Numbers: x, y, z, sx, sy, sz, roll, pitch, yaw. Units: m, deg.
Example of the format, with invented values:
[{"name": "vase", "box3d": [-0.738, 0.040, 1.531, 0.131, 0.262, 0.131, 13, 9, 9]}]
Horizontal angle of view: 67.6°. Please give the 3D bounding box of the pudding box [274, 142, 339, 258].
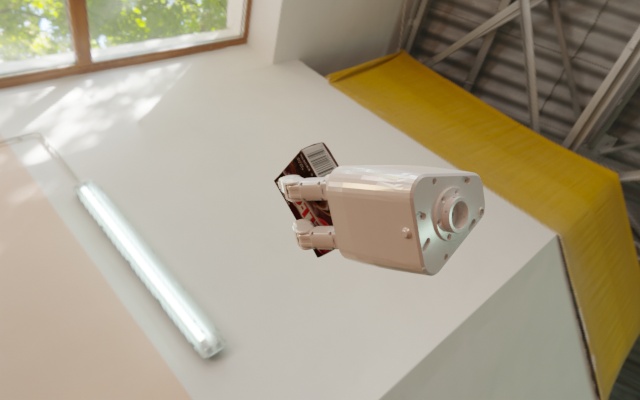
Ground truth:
[{"name": "pudding box", "box3d": [0.000, 0.002, 0.553, 0.039, 0.113, 0.090, -24, -9, -33]}]
